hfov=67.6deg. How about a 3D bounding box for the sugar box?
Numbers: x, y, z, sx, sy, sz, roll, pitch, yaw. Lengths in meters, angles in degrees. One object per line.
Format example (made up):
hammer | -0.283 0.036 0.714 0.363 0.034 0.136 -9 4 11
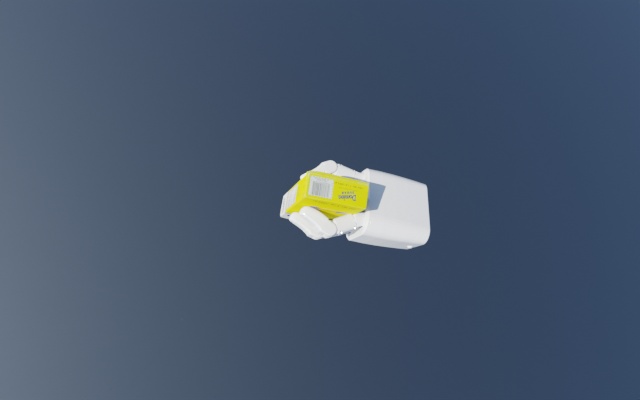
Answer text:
sugar box | 0.000 0.003 0.742 0.093 0.048 0.176 12 -17 -13
